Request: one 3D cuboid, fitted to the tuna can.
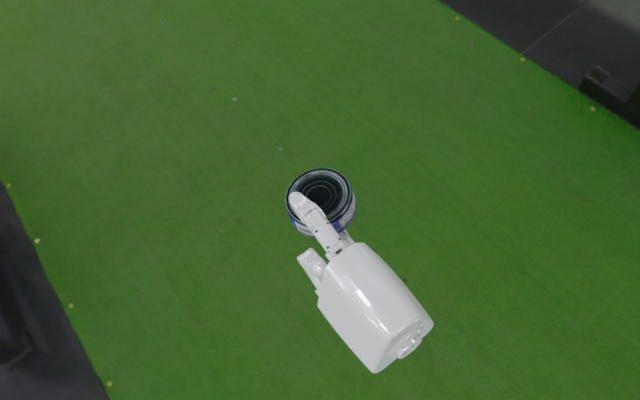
[{"bbox_3d":[0.000,0.002,0.593,0.086,0.086,0.034,0,-31,14],"label":"tuna can"}]
